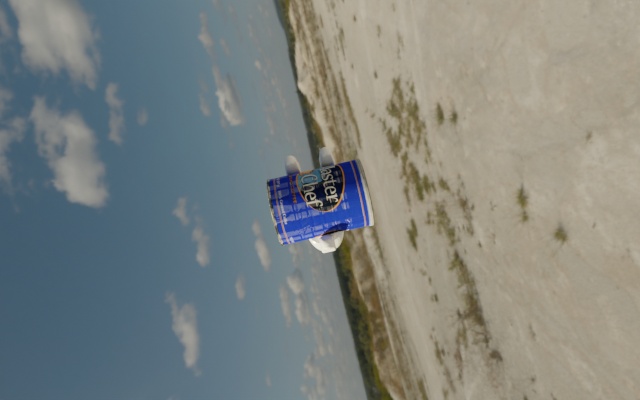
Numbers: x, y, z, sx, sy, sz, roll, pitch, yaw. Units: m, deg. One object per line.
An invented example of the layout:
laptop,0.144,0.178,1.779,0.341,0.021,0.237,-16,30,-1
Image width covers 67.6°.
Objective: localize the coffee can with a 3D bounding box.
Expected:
coffee can,0.000,0.002,0.713,0.140,0.103,0.103,-13,0,0
